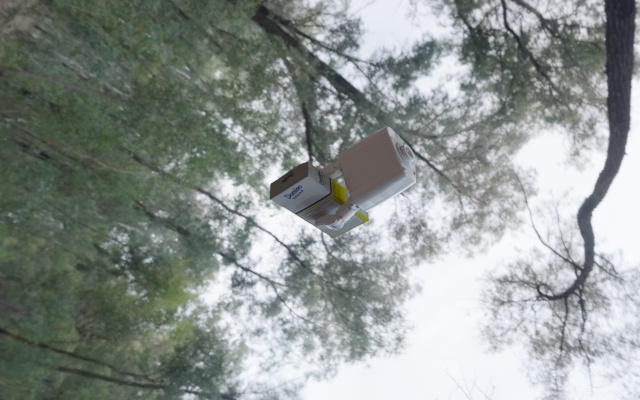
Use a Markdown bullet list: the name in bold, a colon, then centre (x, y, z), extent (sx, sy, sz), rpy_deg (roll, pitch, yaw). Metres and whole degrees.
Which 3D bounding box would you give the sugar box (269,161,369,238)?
- **sugar box**: centre (0.000, 0.002, 0.879), extent (0.093, 0.048, 0.176), rpy_deg (-29, -48, 29)
